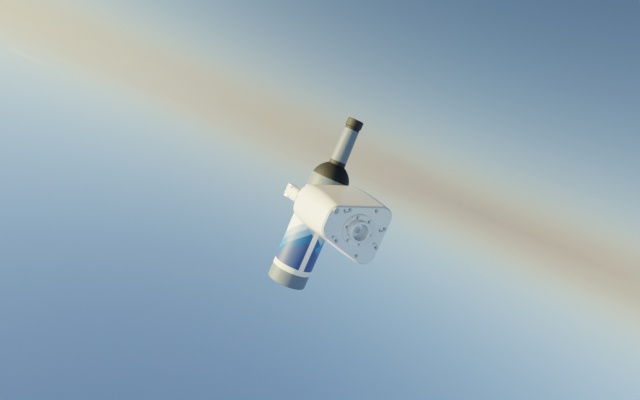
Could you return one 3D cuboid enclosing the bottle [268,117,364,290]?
[{"bbox_3d":[0.000,0.003,0.797,0.069,0.296,0.069,23,6,-3],"label":"bottle"}]
